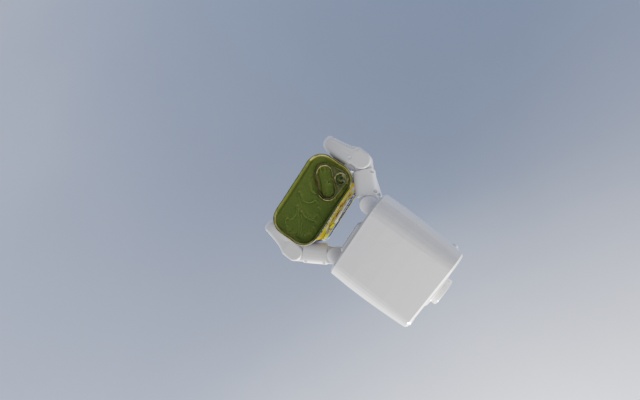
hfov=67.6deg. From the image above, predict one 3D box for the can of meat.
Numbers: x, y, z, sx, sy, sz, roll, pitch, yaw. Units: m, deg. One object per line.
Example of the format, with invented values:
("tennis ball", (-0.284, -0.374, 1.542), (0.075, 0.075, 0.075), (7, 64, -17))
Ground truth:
("can of meat", (0.000, 0.002, 0.564), (0.057, 0.102, 0.084), (34, 4, 14))
